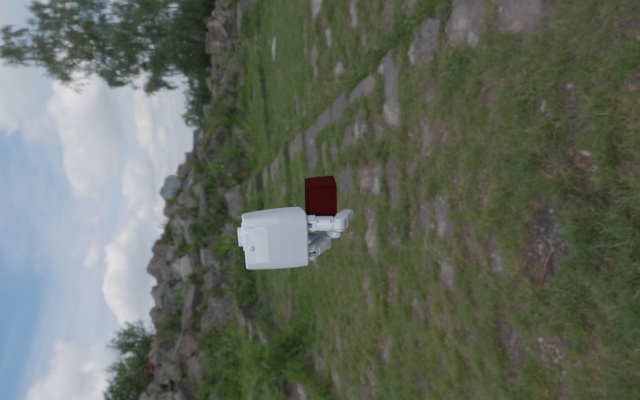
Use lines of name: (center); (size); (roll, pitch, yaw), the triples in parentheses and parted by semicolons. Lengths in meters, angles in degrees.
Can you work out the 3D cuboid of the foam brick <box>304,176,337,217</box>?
foam brick: (0.000, 0.002, 0.823); (0.051, 0.078, 0.053); (-3, 22, -5)
